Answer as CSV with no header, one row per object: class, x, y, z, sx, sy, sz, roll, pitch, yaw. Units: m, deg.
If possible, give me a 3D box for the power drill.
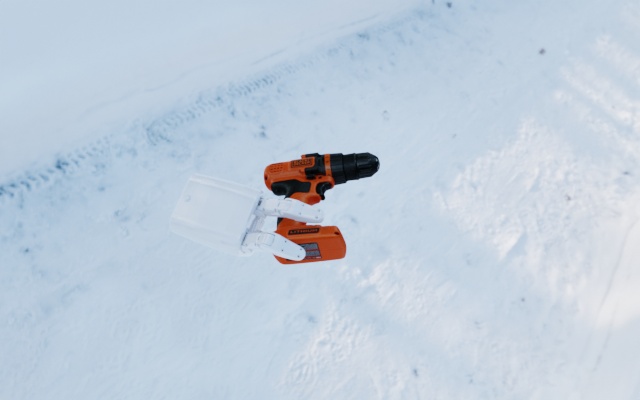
power drill,0.000,0.003,0.705,0.184,0.057,0.187,-8,43,10
